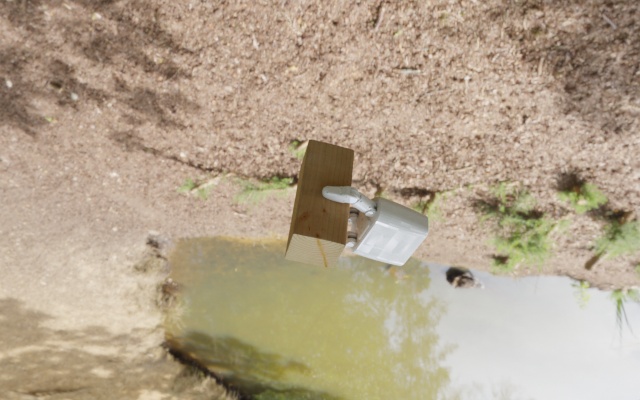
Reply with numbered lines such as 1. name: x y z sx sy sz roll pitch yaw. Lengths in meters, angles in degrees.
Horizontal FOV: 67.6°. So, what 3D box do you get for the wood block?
1. wood block: 0.001 0.003 0.856 0.090 0.206 0.091 13 -36 -8
